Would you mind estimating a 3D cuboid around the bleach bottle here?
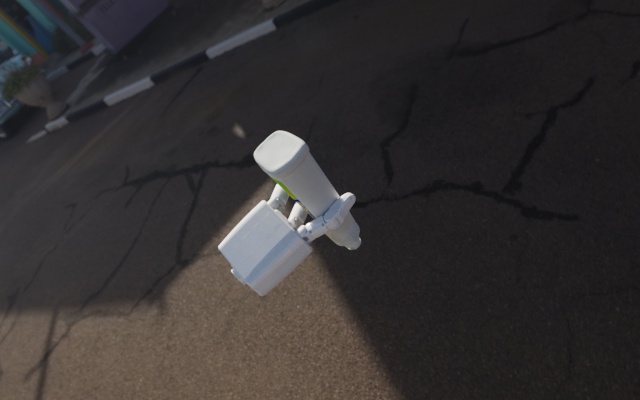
[{"bbox_3d":[0.000,0.002,0.762,0.251,0.068,0.102,50,-8,-37],"label":"bleach bottle"}]
